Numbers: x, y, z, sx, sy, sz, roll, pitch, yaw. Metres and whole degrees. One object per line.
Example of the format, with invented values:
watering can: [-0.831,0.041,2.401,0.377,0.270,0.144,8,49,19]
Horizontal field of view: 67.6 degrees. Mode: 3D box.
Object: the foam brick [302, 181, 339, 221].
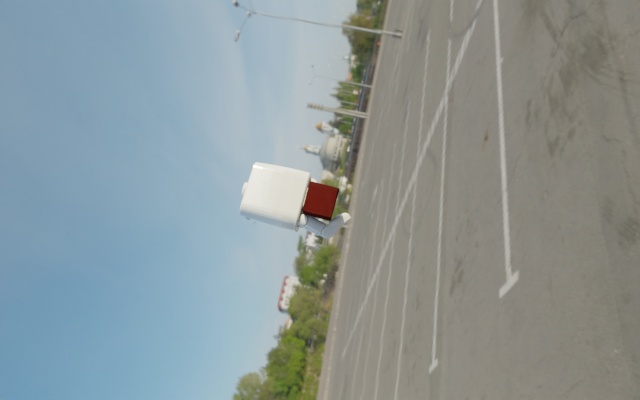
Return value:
foam brick: [0.000,0.003,0.820,0.051,0.053,0.078,15,-7,2]
